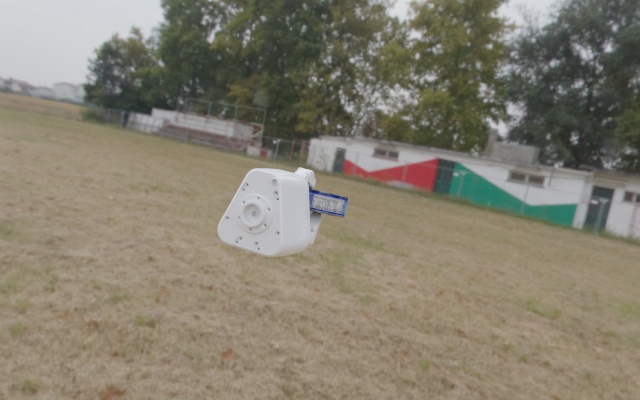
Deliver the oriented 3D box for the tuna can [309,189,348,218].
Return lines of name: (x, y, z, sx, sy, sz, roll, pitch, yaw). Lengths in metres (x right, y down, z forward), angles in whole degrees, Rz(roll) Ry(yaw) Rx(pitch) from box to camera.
tuna can: (0.000, 0.002, 0.765, 0.086, 0.034, 0.086, 12, 0, 0)
